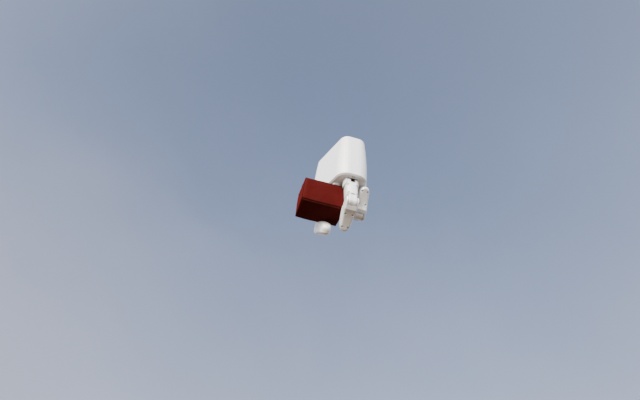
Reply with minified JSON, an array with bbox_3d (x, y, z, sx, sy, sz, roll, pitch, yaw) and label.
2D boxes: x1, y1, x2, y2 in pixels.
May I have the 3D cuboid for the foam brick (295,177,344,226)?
[{"bbox_3d":[0.000,0.003,0.835,0.078,0.051,0.053,14,-42,-10],"label":"foam brick"}]
